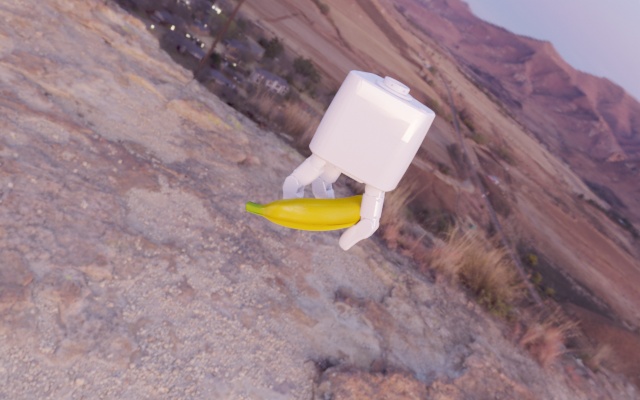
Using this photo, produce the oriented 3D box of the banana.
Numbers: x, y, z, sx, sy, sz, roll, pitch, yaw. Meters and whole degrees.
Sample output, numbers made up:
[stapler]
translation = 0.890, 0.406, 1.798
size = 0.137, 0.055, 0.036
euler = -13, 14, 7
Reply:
[banana]
translation = 0.009, 0.010, 0.594
size = 0.198, 0.037, 0.069
euler = 1, 27, -41
